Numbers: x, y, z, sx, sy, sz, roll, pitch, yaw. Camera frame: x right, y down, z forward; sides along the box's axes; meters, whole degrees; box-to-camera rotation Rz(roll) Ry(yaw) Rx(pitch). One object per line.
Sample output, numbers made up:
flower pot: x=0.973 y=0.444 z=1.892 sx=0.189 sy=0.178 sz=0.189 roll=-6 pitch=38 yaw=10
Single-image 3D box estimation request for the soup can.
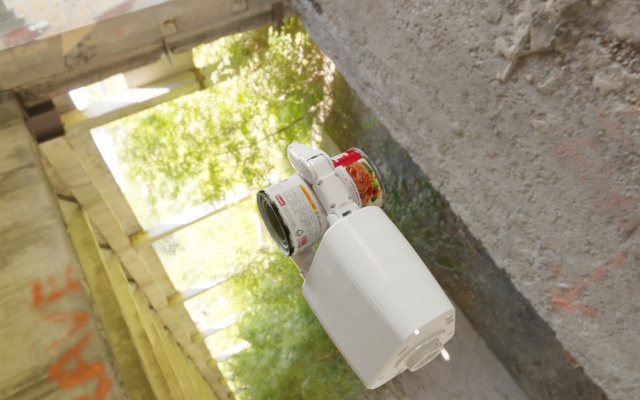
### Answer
soup can: x=0.000 y=0.001 z=0.446 sx=0.102 sy=0.068 sz=0.068 roll=-26 pitch=8 yaw=-18
